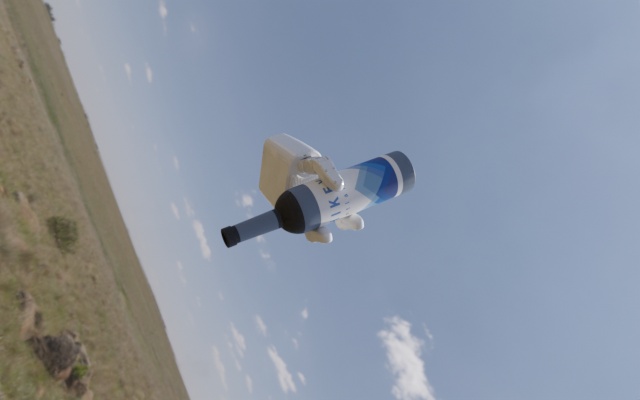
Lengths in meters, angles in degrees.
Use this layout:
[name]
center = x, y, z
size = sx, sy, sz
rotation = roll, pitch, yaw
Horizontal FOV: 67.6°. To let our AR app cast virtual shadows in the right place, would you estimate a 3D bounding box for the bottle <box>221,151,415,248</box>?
[bottle]
center = 0.000, 0.002, 0.686
size = 0.295, 0.069, 0.069
rotation = -21, 8, -23
